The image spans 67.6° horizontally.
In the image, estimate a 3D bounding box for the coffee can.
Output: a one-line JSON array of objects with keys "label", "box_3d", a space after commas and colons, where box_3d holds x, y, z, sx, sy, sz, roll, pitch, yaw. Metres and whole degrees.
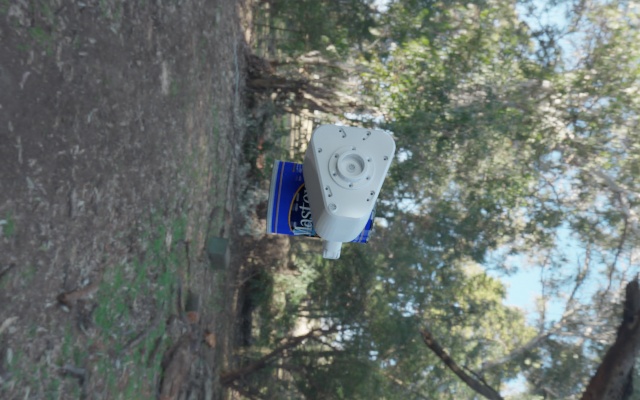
[{"label": "coffee can", "box_3d": [0.000, 0.002, 0.666, 0.140, 0.103, 0.103, 6, 0, -3]}]
